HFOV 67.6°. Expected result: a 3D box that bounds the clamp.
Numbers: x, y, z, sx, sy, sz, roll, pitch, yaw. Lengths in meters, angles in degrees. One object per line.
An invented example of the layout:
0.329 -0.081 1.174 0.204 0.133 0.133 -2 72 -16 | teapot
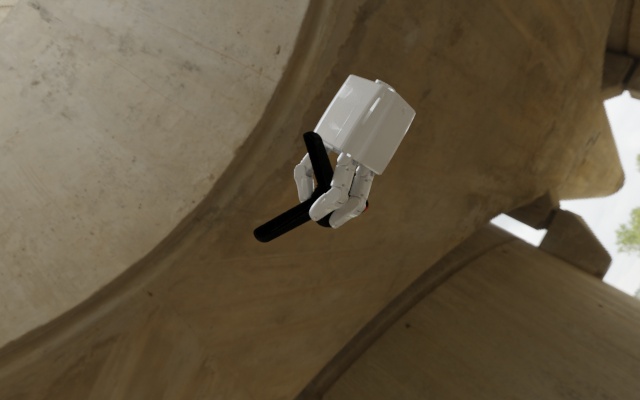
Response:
0.000 0.002 0.701 0.036 0.164 0.210 38 9 34 | clamp
